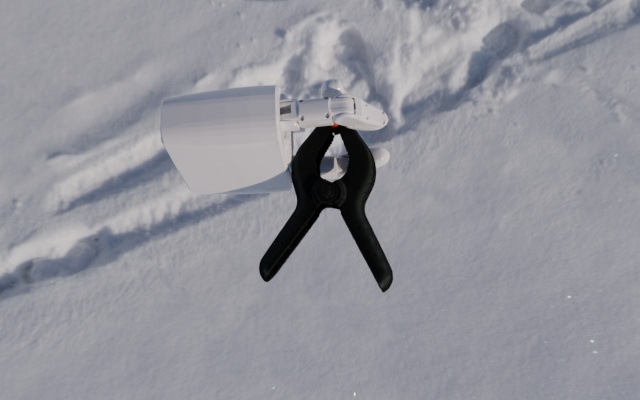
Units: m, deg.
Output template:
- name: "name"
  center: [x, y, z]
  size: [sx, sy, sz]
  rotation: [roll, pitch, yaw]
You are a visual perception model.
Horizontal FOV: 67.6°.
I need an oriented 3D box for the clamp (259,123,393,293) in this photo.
- name: "clamp"
  center: [0.000, 0.001, 0.441]
  size: [0.120, 0.171, 0.039]
  rotation: [-4, -14, 2]
